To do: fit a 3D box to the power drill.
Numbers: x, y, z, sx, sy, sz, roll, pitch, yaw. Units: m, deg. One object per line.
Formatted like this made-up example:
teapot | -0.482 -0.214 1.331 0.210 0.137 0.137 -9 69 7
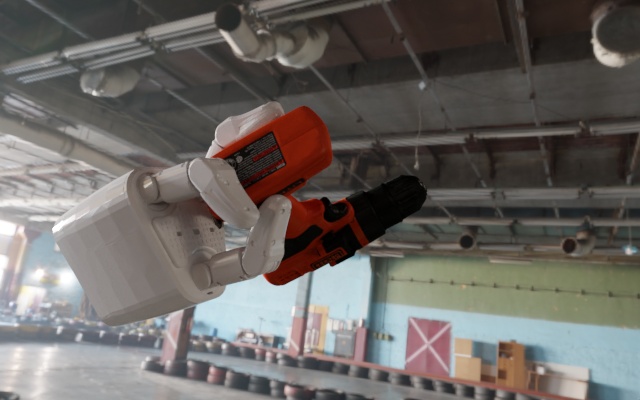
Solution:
power drill | 0.000 0.001 0.420 0.184 0.057 0.188 -30 -33 5
